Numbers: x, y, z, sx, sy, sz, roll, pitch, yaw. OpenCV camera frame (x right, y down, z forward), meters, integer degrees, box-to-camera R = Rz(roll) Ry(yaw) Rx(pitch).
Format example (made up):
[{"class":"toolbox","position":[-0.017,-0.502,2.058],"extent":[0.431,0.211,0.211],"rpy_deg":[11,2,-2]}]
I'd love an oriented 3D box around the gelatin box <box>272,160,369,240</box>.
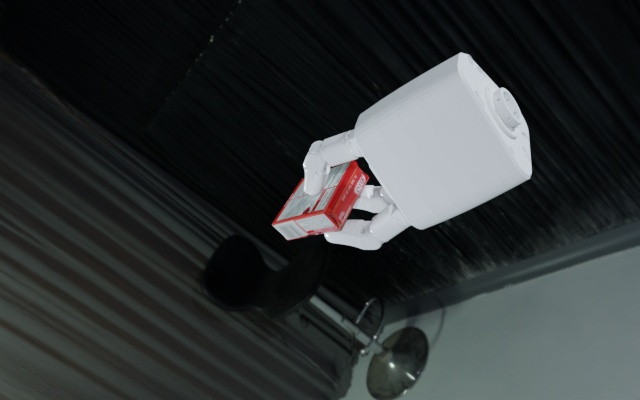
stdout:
[{"class":"gelatin box","position":[0.000,0.001,0.501],"extent":[0.089,0.073,0.030],"rpy_deg":[-16,-55,47]}]
